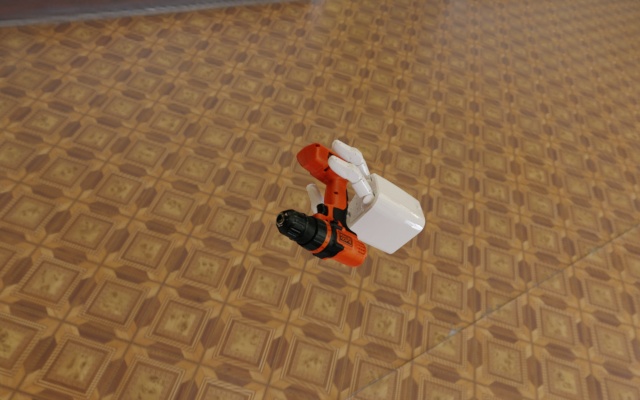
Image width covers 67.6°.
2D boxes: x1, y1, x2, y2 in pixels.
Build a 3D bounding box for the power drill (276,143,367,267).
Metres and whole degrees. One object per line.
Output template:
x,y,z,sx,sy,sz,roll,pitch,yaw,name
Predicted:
0.000,0.002,0.772,0.057,0.187,0.184,-25,-38,33,power drill
